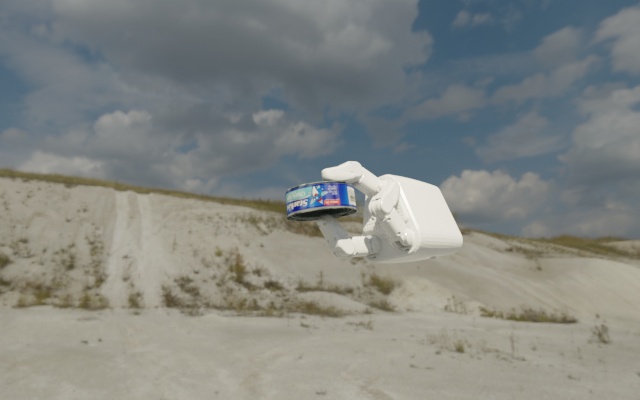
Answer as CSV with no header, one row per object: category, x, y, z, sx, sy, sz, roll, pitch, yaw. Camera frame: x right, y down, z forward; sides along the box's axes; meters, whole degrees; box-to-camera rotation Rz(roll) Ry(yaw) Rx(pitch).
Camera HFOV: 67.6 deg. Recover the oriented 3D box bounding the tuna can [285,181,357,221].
tuna can,0.000,0.001,0.584,0.086,0.033,0.086,-6,-10,-1
